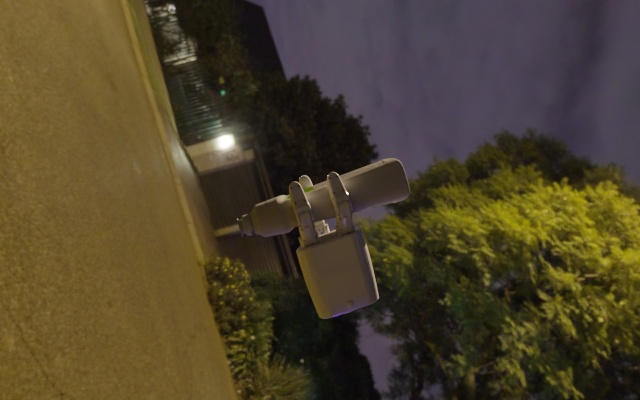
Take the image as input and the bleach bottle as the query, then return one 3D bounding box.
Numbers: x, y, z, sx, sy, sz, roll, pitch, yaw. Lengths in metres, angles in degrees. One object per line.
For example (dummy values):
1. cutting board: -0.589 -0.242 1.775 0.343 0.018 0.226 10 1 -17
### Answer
1. bleach bottle: 0.000 0.002 0.716 0.251 0.068 0.102 -17 4 -8
